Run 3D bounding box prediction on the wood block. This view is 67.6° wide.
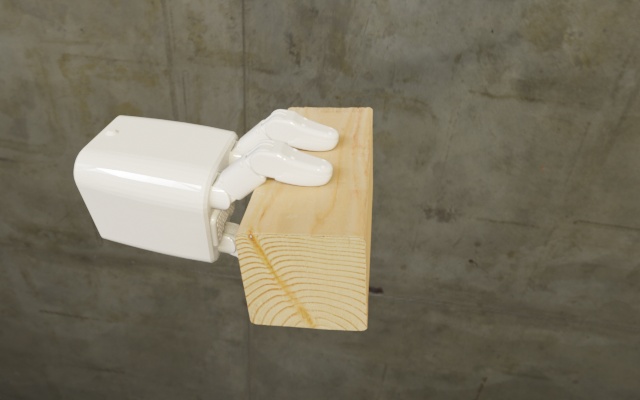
[{"bbox_3d":[0.000,0.002,0.417,0.090,0.091,0.206,1,35,7],"label":"wood block"}]
